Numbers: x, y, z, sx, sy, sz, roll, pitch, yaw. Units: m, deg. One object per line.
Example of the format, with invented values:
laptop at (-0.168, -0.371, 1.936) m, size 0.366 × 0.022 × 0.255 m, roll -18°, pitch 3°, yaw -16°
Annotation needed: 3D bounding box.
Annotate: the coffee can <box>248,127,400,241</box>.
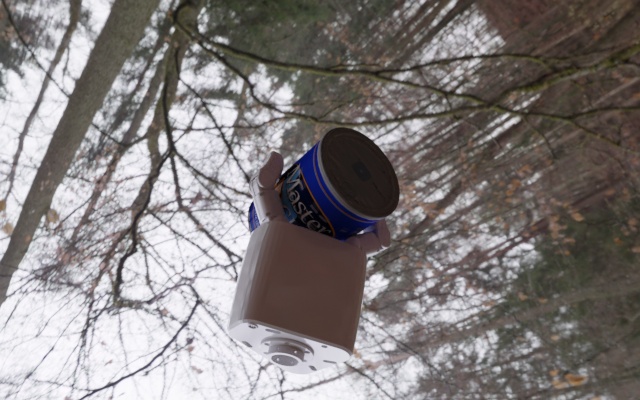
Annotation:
coffee can at (0.000, 0.001, 0.517) m, size 0.103 × 0.102 × 0.140 m, roll 0°, pitch -27°, yaw -42°
